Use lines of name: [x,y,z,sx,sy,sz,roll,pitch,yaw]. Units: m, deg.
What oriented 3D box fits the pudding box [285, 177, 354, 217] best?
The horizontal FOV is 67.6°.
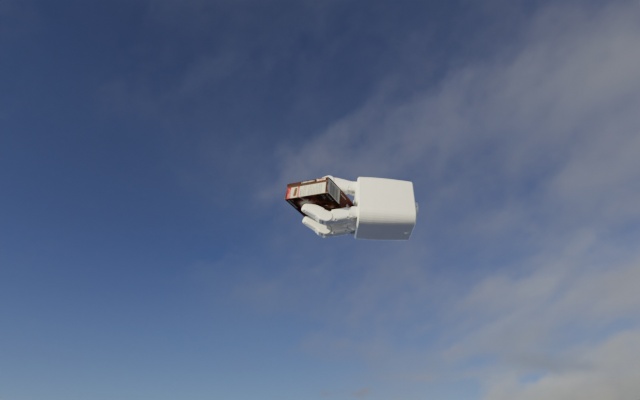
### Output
pudding box: [0.000,0.003,0.896,0.090,0.039,0.113,-10,-34,26]
